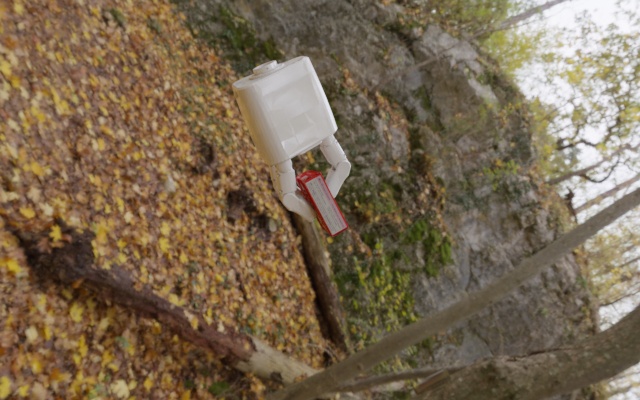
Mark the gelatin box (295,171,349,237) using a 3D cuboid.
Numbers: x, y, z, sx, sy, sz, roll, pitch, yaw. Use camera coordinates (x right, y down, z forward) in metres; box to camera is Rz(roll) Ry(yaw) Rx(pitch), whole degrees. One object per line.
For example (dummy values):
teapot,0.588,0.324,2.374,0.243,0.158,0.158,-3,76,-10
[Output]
gelatin box,0.001,0.002,0.671,0.030,0.089,0.073,-30,11,-7
